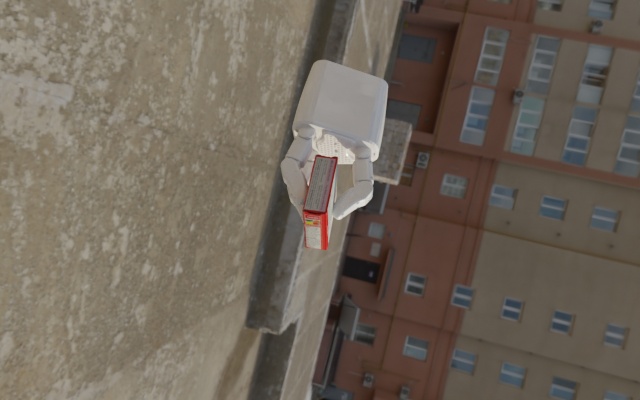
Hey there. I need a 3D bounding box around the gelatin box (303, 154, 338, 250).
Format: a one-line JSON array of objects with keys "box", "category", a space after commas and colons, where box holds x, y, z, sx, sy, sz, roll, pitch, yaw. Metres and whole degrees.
[{"box": [0.000, 0.002, 0.565, 0.030, 0.089, 0.073, 7, -38, 6], "category": "gelatin box"}]
